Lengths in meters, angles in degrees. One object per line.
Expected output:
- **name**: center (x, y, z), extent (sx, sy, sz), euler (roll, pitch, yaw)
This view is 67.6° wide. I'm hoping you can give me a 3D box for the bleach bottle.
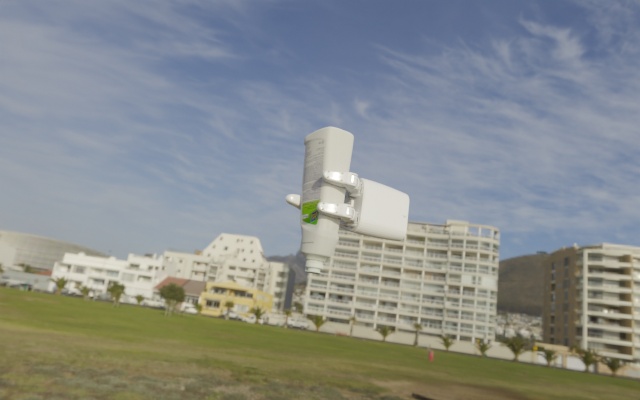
- **bleach bottle**: center (0.000, 0.003, 0.842), extent (0.068, 0.250, 0.102), euler (15, -15, -28)
